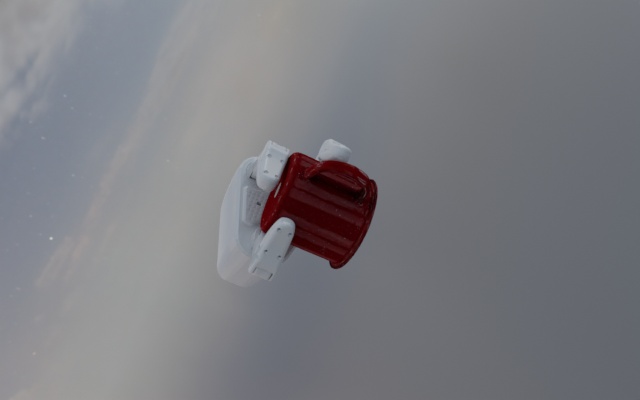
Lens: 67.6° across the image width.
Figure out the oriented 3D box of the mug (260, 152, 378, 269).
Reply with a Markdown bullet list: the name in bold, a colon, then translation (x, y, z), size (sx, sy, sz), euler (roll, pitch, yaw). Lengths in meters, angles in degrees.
- **mug**: translation (0.000, 0.001, 0.437), size (0.081, 0.093, 0.117), euler (24, -34, -13)
